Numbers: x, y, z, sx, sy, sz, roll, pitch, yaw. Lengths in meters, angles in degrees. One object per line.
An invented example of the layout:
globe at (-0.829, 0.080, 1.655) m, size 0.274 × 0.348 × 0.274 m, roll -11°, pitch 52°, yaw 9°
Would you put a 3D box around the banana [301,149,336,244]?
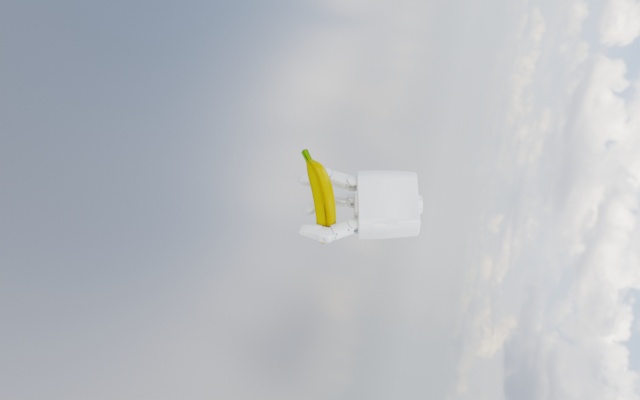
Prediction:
banana at (0.004, 0.009, 0.826) m, size 0.037 × 0.198 × 0.069 m, roll -14°, pitch 33°, yaw -8°
